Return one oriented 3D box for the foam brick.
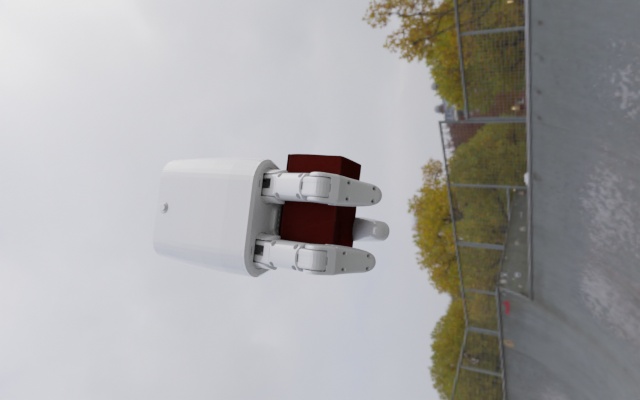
[{"bbox_3d":[0.000,0.001,0.415,0.051,0.078,0.053,5,-4,23],"label":"foam brick"}]
